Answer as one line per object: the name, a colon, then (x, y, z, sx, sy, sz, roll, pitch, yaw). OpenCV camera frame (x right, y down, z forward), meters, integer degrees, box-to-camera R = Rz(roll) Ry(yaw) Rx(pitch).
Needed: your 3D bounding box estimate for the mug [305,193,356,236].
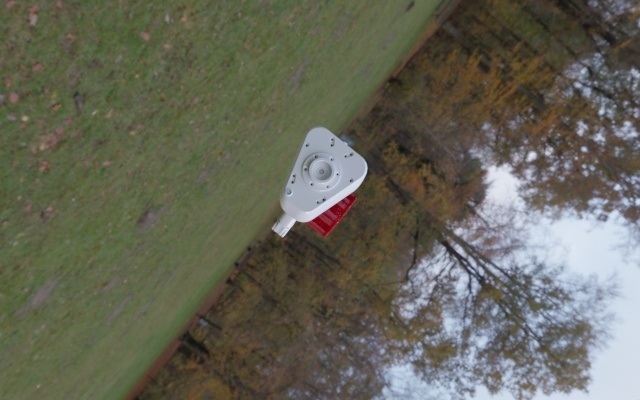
mug: (0.000, 0.003, 0.753, 0.081, 0.093, 0.117, 39, -7, 1)
